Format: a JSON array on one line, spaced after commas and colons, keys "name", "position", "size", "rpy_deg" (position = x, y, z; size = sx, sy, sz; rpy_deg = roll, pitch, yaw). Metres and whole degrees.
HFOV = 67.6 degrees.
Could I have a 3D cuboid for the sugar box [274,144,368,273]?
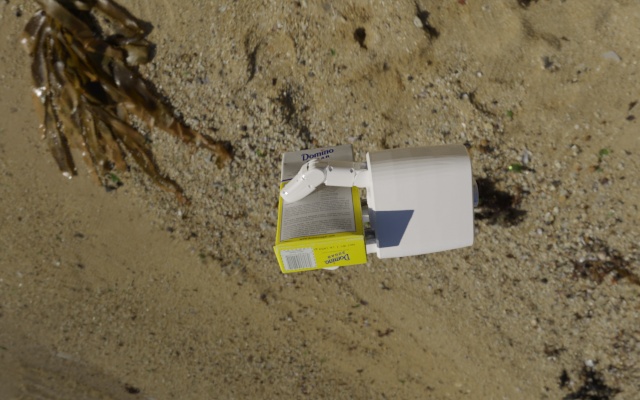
[{"name": "sugar box", "position": [0.000, 0.002, 0.552], "size": [0.093, 0.048, 0.176], "rpy_deg": [-7, 36, 5]}]
